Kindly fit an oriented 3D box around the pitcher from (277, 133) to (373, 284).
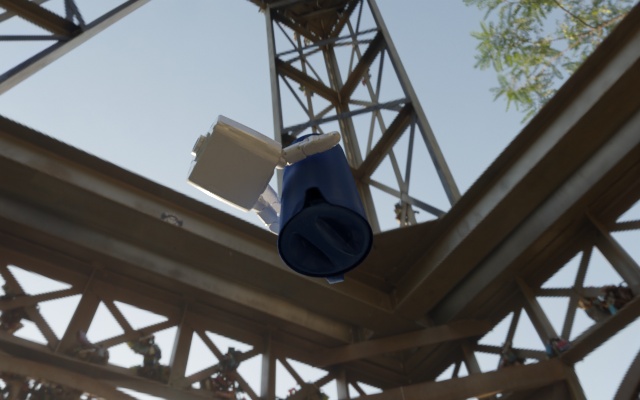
[{"bbox_3d":[0.000,0.002,0.757,0.145,0.149,0.242,25,30,-20],"label":"pitcher"}]
